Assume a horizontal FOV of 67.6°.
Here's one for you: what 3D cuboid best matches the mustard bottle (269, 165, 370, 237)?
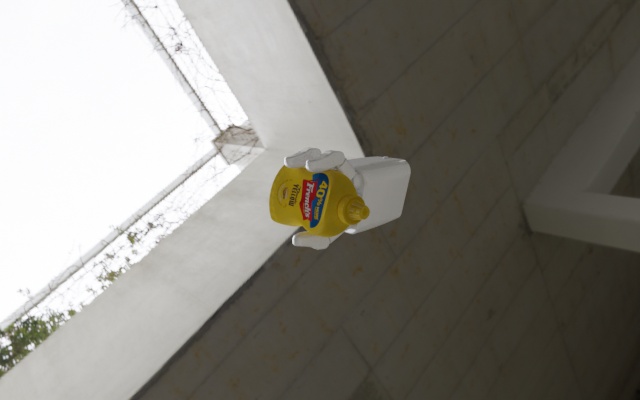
[{"bbox_3d":[0.000,0.002,0.692,0.058,0.096,0.191,16,-2,-39],"label":"mustard bottle"}]
